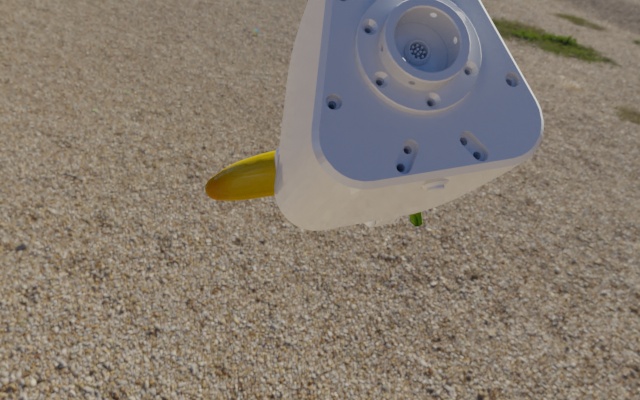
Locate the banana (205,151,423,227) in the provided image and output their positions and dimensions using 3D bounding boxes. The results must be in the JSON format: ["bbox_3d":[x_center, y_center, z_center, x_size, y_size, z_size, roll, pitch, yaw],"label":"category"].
[{"bbox_3d":[0.008,-0.013,0.392,0.198,0.070,0.037,9,34,-14],"label":"banana"}]
